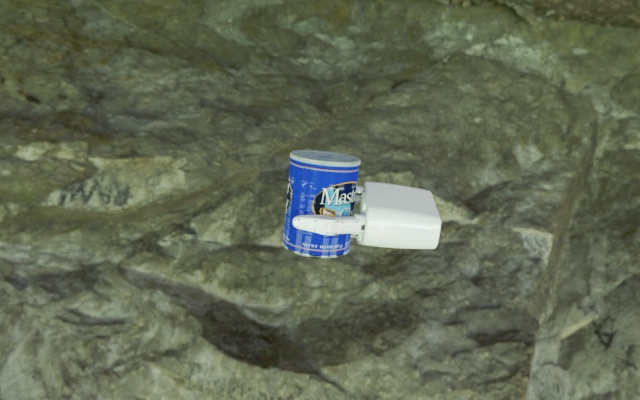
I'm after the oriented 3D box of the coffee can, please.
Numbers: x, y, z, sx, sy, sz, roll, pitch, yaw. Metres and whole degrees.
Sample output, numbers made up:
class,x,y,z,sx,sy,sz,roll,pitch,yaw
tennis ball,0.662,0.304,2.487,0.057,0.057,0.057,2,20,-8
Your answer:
class,x,y,z,sx,sy,sz,roll,pitch,yaw
coffee can,0.000,0.002,0.708,0.103,0.140,0.102,6,13,-1
